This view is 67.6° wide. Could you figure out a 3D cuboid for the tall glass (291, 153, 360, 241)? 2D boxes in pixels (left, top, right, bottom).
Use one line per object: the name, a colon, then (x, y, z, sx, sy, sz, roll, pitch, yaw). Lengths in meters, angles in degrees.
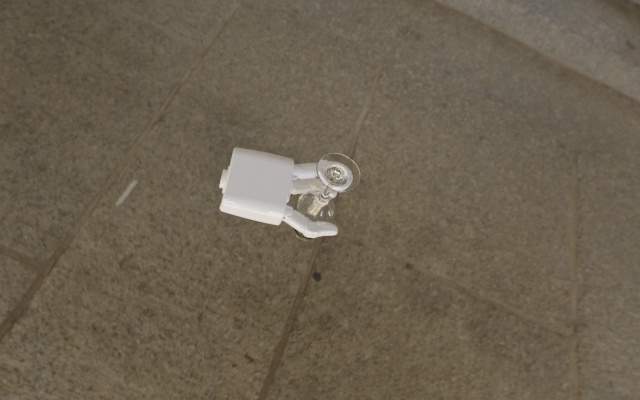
tall glass: (0.000, 0.003, 0.846, 0.079, 0.079, 0.201, 0, -29, -19)
